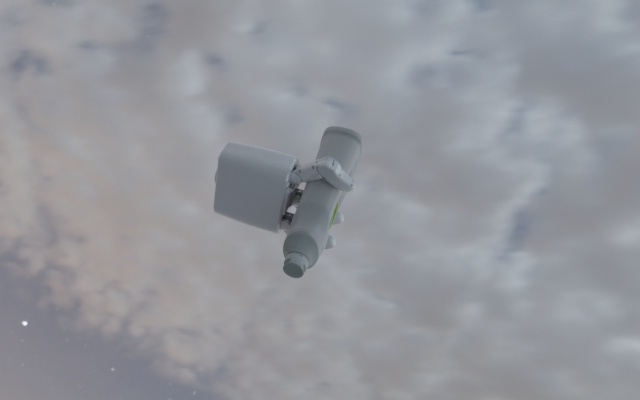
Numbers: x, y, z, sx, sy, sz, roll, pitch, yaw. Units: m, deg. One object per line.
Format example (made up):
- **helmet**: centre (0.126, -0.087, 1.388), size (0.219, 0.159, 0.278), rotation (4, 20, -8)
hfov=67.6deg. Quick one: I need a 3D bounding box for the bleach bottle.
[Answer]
- **bleach bottle**: centre (0.000, 0.002, 0.688), size (0.068, 0.103, 0.250), rotation (15, 44, 7)
